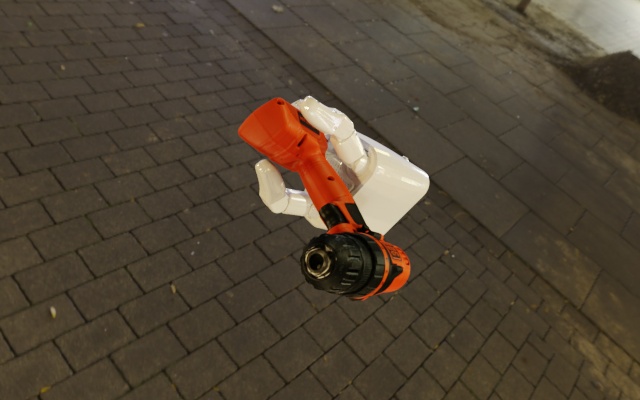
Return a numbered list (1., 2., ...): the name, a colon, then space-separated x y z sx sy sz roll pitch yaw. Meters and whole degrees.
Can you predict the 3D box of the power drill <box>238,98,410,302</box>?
1. power drill: 0.000 0.001 0.420 0.057 0.187 0.184 -35 -21 13
